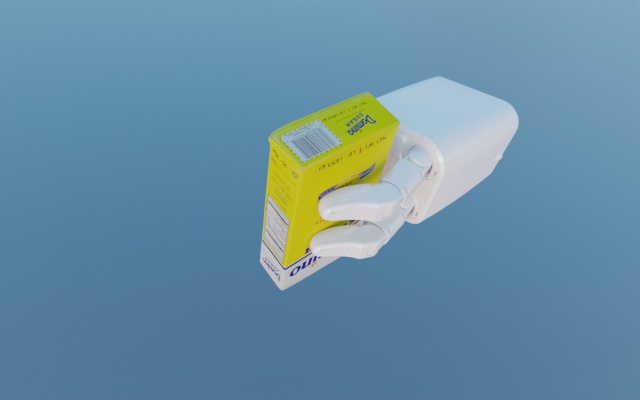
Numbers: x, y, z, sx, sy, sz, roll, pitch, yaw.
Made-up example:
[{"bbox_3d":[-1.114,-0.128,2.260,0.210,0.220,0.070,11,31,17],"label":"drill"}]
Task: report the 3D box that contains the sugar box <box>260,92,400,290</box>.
[{"bbox_3d":[0.001,0.002,0.402,0.093,0.048,0.176,-27,-31,-26],"label":"sugar box"}]
